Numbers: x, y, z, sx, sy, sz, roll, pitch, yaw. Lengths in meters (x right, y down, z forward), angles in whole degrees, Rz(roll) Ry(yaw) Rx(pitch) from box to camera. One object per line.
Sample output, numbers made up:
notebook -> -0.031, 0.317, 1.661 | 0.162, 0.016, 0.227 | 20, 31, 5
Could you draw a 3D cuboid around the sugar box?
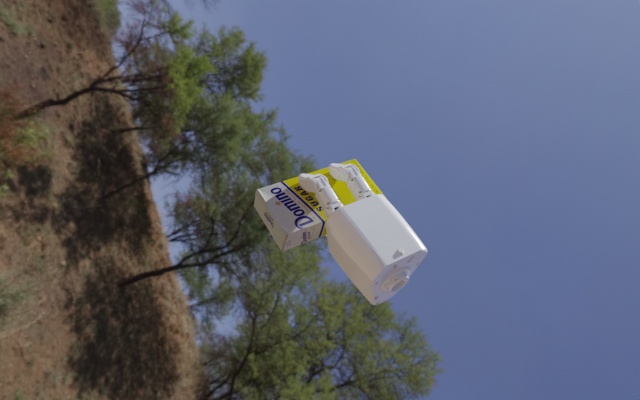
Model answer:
sugar box -> 0.000, 0.002, 0.714 | 0.176, 0.093, 0.048 | -18, -33, -29
